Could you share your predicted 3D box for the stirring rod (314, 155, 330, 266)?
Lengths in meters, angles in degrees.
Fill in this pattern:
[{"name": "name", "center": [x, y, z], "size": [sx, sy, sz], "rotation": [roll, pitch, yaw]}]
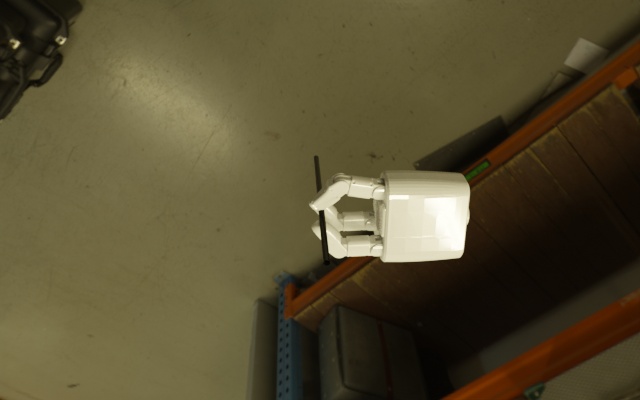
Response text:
[{"name": "stirring rod", "center": [0.000, 0.002, 0.630], "size": [0.011, 0.011, 0.239], "rotation": [0, 34, -4]}]
